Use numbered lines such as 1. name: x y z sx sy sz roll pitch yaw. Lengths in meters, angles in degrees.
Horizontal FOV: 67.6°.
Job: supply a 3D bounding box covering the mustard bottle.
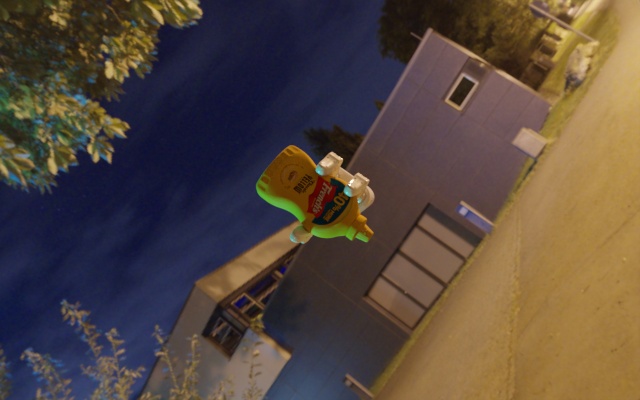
1. mustard bottle: 0.000 0.002 0.746 0.191 0.096 0.058 36 -18 11
